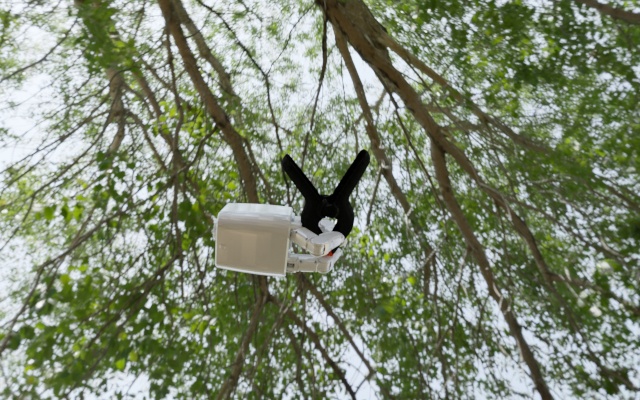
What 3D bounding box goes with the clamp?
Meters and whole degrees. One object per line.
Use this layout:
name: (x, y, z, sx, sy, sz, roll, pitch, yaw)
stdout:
clamp: (0.000, 0.002, 0.686, 0.120, 0.171, 0.039, 6, 26, -3)
